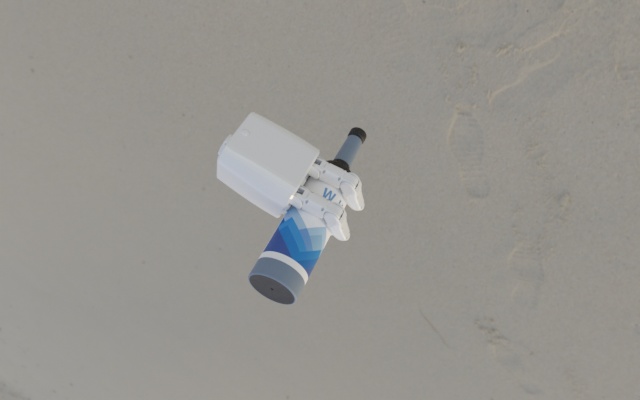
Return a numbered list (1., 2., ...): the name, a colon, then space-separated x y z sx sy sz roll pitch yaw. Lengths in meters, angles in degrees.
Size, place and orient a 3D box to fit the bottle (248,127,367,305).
1. bottle: 0.000 0.002 0.663 0.069 0.295 0.069 19 -35 14
